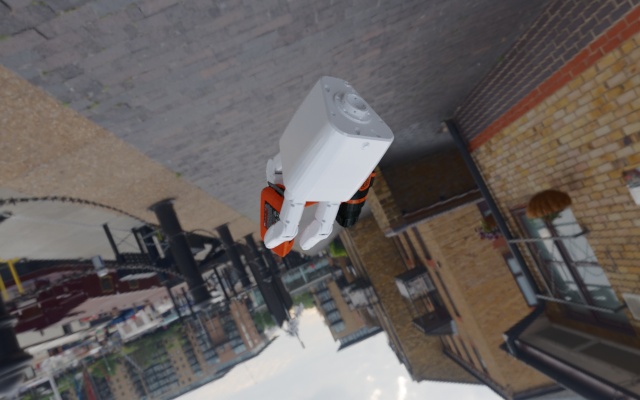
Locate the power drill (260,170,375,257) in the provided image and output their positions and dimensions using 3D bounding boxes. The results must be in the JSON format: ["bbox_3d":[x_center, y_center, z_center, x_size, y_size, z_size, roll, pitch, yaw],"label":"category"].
[{"bbox_3d":[0.000,0.002,0.690,0.057,0.185,0.187,36,51,28],"label":"power drill"}]
